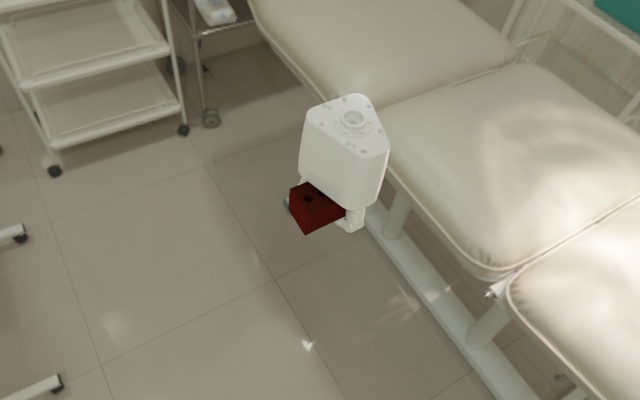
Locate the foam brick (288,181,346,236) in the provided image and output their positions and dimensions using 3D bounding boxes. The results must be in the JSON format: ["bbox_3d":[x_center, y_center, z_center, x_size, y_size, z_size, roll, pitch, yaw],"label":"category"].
[{"bbox_3d":[0.000,0.002,0.673,0.078,0.053,0.051,-24,-29,-22],"label":"foam brick"}]
